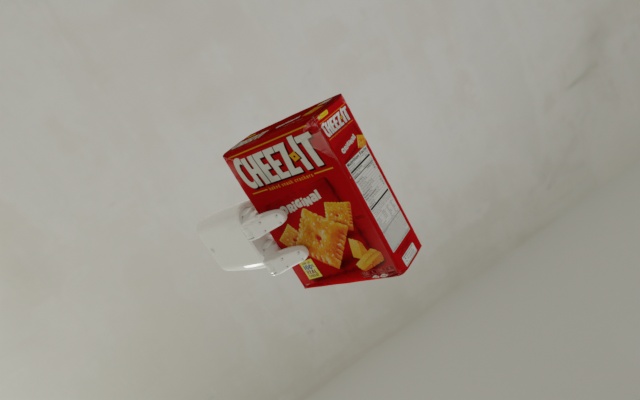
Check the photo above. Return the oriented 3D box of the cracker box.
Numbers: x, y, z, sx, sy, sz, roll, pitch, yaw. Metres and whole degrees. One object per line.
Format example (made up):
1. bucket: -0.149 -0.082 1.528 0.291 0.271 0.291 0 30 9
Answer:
1. cracker box: 0.000 0.002 0.586 0.164 0.214 0.072 -15 22 41
